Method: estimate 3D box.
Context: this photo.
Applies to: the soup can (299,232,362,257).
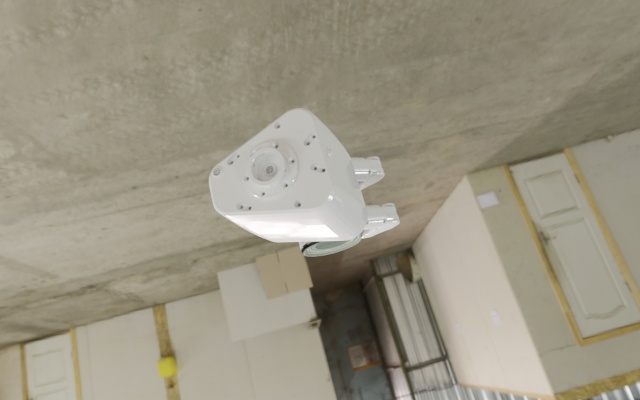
[{"bbox_3d":[0.000,0.002,0.515,0.068,0.102,0.068,-14,-19,-5],"label":"soup can"}]
